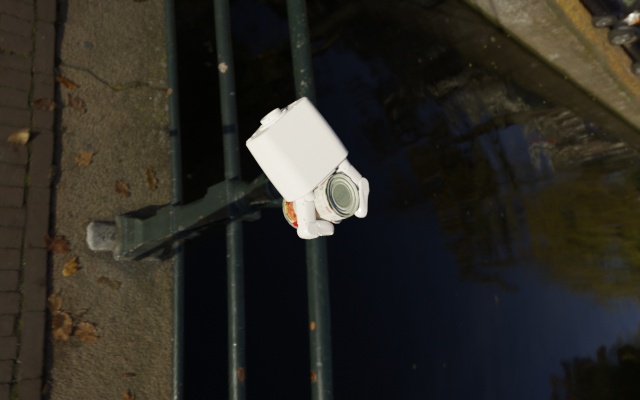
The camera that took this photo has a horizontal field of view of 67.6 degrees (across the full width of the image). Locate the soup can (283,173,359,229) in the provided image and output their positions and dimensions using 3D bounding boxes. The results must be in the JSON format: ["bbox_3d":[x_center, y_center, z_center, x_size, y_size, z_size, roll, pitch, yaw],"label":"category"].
[{"bbox_3d":[0.001,0.003,0.729,0.068,0.068,0.102,0,-12,-43],"label":"soup can"}]
